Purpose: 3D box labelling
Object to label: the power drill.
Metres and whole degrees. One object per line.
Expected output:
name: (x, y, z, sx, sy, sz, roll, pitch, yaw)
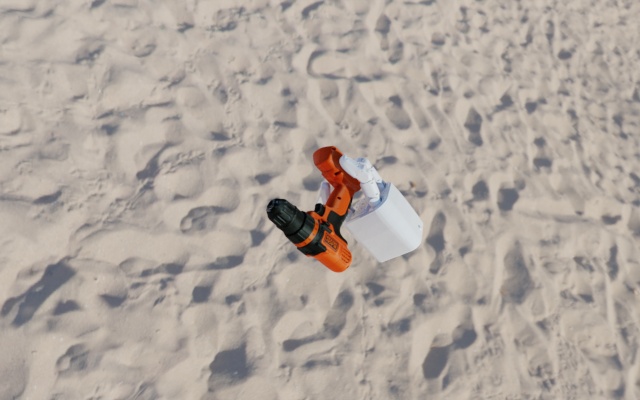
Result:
power drill: (0.000, 0.002, 0.795, 0.057, 0.187, 0.184, -12, -43, 40)
